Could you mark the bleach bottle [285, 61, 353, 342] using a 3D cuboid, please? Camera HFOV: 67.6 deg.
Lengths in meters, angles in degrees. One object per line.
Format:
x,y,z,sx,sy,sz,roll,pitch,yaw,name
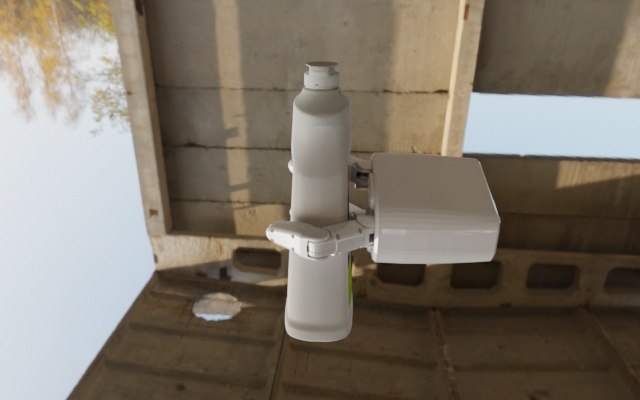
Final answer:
0.000,0.001,0.450,0.068,0.251,0.102,1,24,2,bleach bottle
